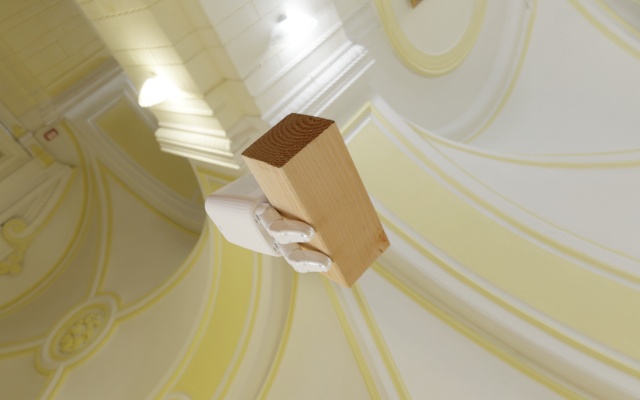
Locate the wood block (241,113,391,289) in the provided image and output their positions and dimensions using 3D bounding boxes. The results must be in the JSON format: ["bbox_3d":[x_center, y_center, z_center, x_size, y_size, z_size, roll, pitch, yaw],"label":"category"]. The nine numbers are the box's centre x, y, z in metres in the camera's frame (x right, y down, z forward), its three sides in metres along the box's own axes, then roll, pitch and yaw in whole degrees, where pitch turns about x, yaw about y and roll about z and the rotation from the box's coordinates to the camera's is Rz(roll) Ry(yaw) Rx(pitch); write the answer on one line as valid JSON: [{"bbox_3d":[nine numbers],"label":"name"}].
[{"bbox_3d":[0.000,0.002,0.610,0.091,0.206,0.090,-44,38,-21],"label":"wood block"}]
